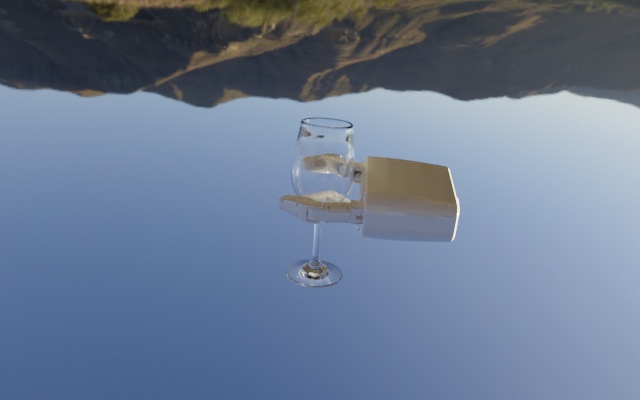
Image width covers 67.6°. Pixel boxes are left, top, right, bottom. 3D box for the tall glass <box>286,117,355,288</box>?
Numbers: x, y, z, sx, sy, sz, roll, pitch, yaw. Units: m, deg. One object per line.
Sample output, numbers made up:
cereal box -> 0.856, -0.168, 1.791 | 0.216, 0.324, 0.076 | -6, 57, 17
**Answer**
tall glass -> 0.000, 0.003, 0.593 | 0.079, 0.201, 0.079 | 4, 19, -1
